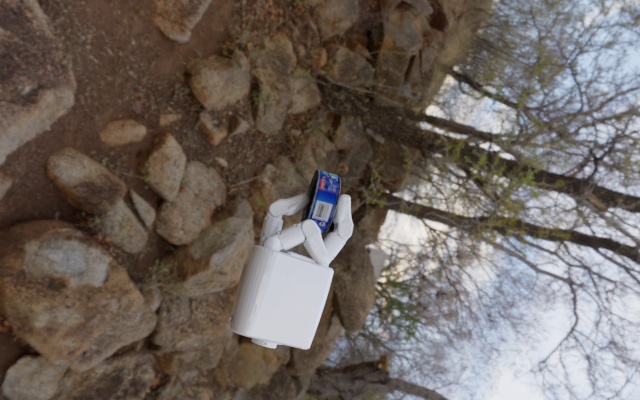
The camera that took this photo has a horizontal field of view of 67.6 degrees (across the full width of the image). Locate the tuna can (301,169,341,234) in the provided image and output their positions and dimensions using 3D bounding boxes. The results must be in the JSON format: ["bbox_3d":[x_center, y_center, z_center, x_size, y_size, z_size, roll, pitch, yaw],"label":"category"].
[{"bbox_3d":[0.001,0.002,0.661,0.034,0.086,0.086,15,-2,-8],"label":"tuna can"}]
